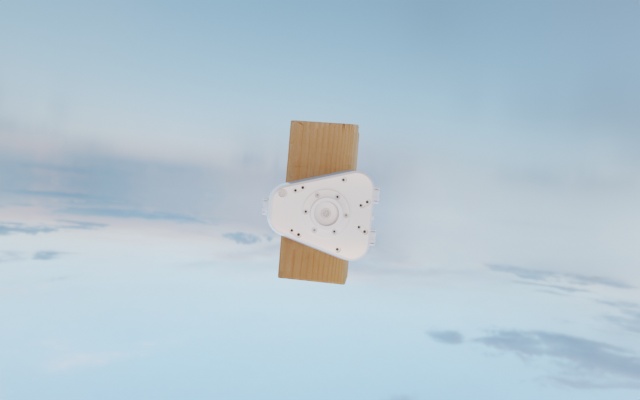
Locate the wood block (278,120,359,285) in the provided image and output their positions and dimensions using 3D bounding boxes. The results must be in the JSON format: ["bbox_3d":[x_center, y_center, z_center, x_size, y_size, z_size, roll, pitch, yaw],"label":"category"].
[{"bbox_3d":[0.000,0.002,0.657,0.091,0.206,0.090,5,-1,5],"label":"wood block"}]
